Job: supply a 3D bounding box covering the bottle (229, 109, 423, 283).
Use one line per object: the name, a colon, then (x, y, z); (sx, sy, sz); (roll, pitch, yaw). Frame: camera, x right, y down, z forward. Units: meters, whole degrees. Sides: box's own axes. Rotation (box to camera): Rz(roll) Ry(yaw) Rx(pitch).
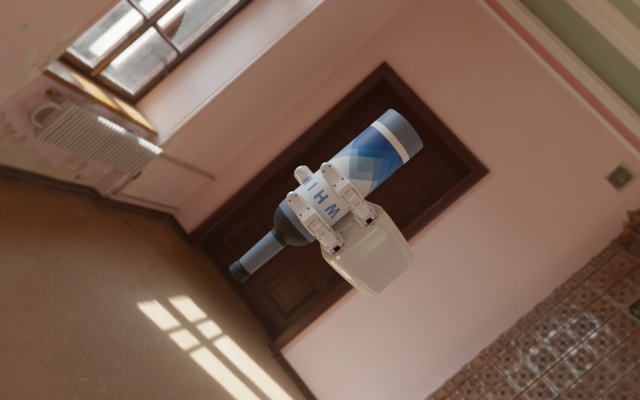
bottle: (0.000, 0.002, 0.625); (0.296, 0.069, 0.069); (-41, -1, 1)
